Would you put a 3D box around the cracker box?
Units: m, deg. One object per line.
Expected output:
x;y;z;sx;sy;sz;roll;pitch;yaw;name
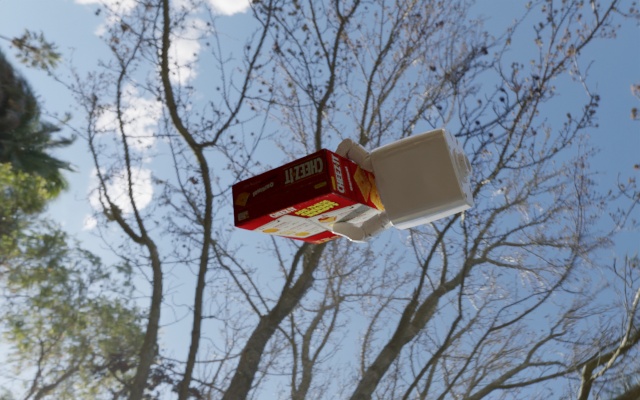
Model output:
0.000;0.003;0.712;0.164;0.072;0.214;-19;-21;28;cracker box
